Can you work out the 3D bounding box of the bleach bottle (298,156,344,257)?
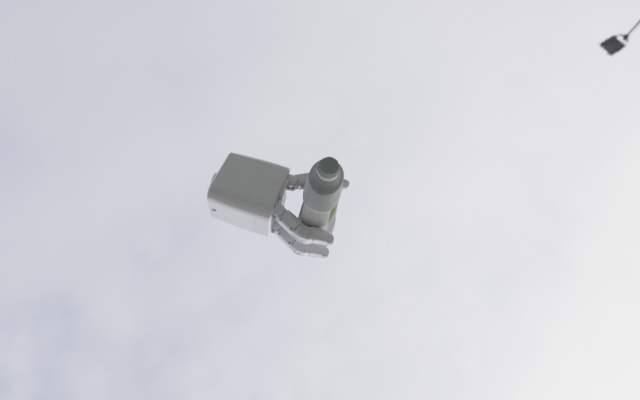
[{"bbox_3d":[0.000,0.003,0.756,0.068,0.102,0.251,18,-28,2],"label":"bleach bottle"}]
